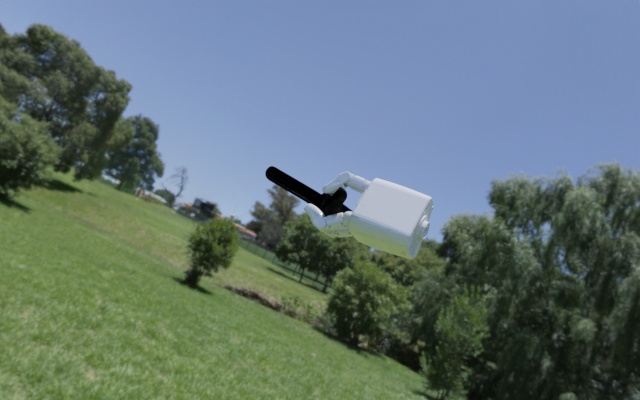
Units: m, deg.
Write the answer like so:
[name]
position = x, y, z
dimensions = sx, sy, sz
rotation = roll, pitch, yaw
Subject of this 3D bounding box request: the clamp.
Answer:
[clamp]
position = 0.001, 0.002, 0.867
dimensions = 0.164, 0.036, 0.210
rotation = 21, -13, 26
